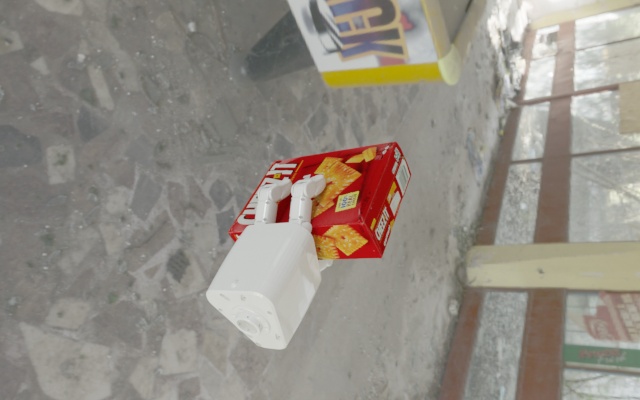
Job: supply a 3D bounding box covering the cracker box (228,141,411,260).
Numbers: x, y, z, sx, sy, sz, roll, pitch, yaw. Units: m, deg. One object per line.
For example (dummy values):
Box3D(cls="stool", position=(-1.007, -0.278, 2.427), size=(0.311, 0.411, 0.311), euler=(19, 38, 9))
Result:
Box3D(cls="cracker box", position=(0.000, 0.002, 0.661), size=(0.214, 0.072, 0.164), euler=(-5, 39, 32))
